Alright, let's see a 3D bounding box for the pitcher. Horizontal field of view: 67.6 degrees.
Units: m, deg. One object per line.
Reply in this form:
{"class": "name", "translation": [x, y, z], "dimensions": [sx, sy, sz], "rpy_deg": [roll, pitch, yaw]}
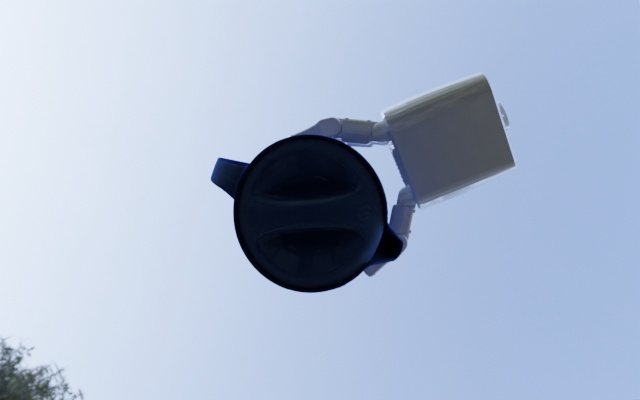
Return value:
{"class": "pitcher", "translation": [0.000, 0.002, 0.511], "dimensions": [0.145, 0.149, 0.243], "rpy_deg": [-24, -2, 10]}
